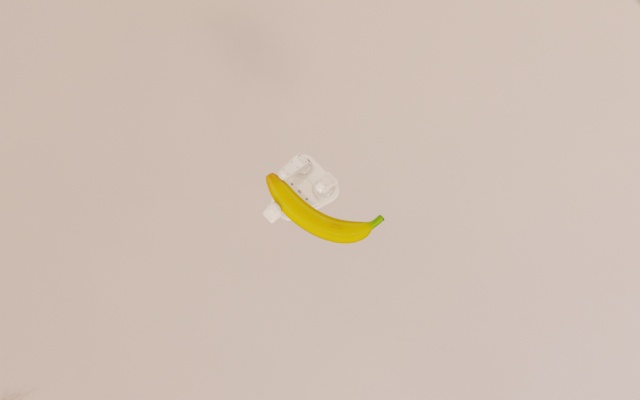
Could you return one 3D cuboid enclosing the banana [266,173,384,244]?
[{"bbox_3d":[-0.003,0.021,0.750,0.198,0.069,0.037,21,3,8],"label":"banana"}]
